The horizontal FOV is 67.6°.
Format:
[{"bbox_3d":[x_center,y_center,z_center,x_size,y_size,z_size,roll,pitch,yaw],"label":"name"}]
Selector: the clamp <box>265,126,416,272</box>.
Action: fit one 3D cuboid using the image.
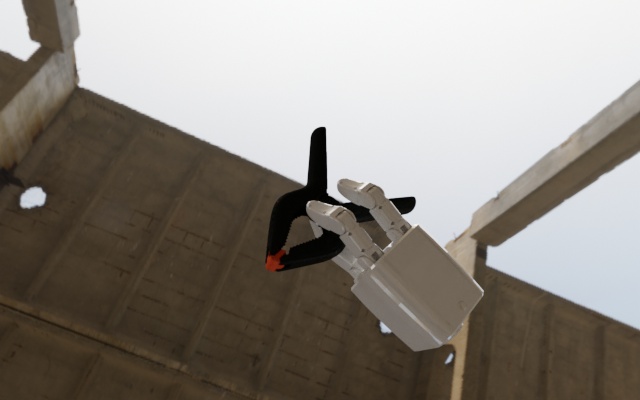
[{"bbox_3d":[0.000,0.003,0.572,0.210,0.164,0.036,-37,-15,-34],"label":"clamp"}]
